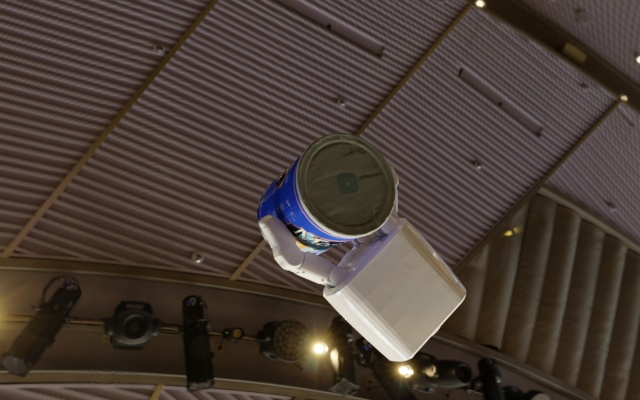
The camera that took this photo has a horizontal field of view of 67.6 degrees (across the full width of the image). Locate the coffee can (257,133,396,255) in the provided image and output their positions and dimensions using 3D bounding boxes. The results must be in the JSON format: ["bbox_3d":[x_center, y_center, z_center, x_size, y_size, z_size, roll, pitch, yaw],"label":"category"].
[{"bbox_3d":[0.000,0.002,0.510,0.103,0.102,0.140,0,-15,-23],"label":"coffee can"}]
